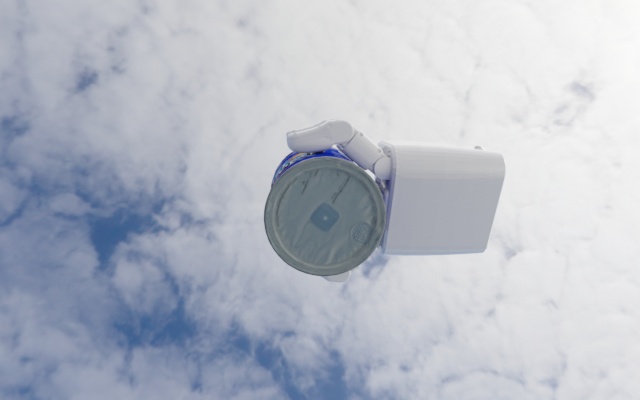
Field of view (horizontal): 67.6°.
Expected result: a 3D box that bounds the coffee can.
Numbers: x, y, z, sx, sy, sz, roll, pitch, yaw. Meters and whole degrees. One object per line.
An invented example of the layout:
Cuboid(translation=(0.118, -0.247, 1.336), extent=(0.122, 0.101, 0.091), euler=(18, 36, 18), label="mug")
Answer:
Cuboid(translation=(0.000, 0.002, 0.465), extent=(0.103, 0.103, 0.140), euler=(0, 11, -3), label="coffee can")
